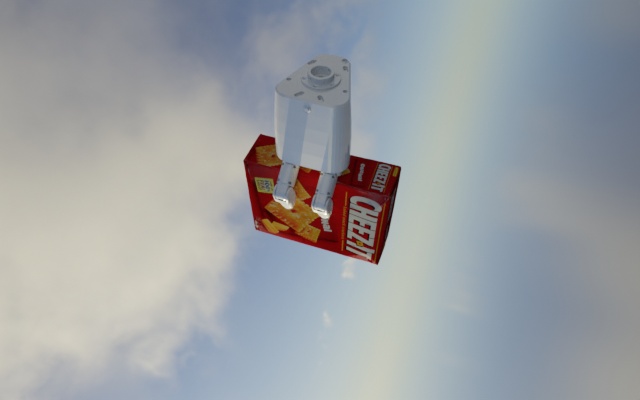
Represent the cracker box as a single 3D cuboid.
[{"bbox_3d":[0.000,0.002,0.719,0.213,0.072,0.164,15,-39,12],"label":"cracker box"}]
